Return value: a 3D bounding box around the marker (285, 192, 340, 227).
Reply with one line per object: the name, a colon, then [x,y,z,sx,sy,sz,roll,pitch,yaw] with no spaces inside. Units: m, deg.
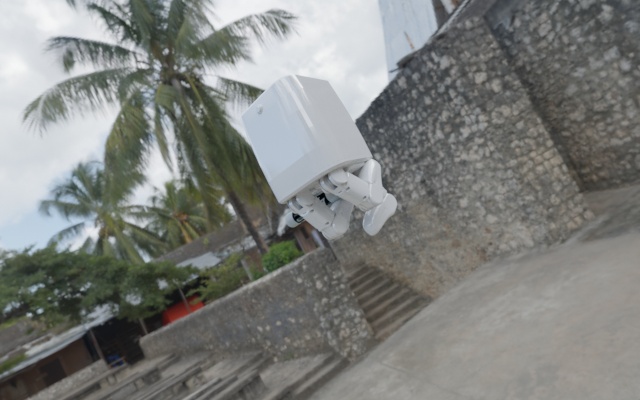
marker: [0.000,0.002,0.562,0.020,0.020,0.121,0,-23,-43]
